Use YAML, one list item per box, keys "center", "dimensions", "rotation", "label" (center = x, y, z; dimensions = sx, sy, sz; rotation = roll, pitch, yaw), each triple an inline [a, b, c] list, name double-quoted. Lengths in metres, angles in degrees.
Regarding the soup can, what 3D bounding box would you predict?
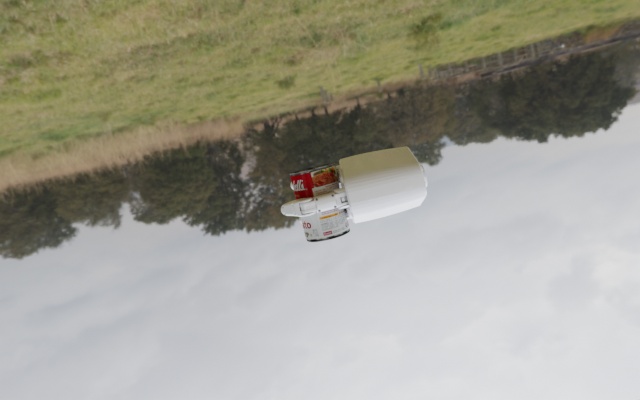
- center: [0.000, 0.003, 0.692]
  dimensions: [0.068, 0.102, 0.068]
  rotation: [-13, 6, 2]
  label: "soup can"
